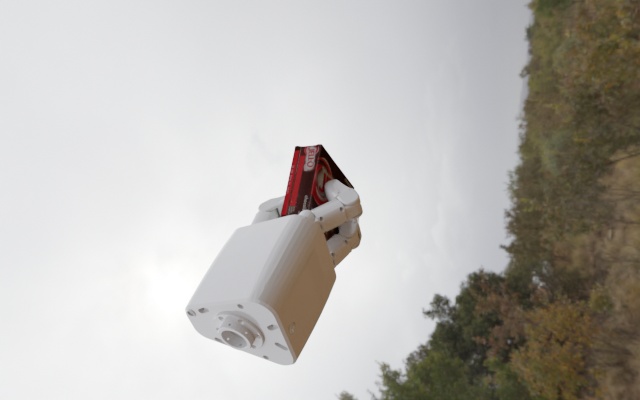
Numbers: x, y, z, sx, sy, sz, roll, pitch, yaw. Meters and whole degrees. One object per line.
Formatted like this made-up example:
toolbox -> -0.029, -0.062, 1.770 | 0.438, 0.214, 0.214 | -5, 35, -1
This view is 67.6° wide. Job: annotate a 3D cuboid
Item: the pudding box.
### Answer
pudding box -> 0.000, 0.002, 0.543 | 0.039, 0.090, 0.113 | 2, -23, 23
